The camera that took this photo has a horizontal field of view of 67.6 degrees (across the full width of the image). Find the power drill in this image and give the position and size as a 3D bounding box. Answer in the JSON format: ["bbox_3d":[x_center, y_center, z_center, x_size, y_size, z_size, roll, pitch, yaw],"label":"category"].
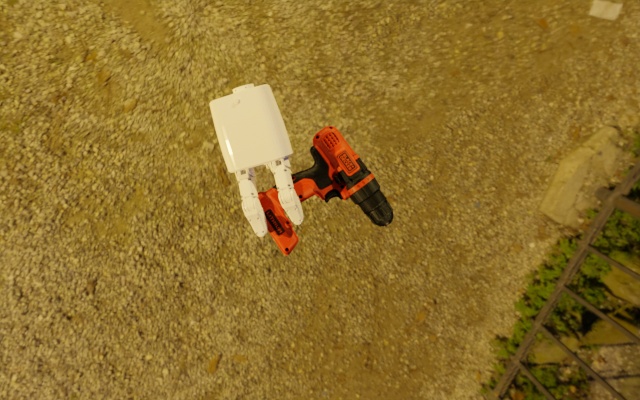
[{"bbox_3d":[0.000,0.002,0.750,0.187,0.184,0.057,-36,-2,-9],"label":"power drill"}]
